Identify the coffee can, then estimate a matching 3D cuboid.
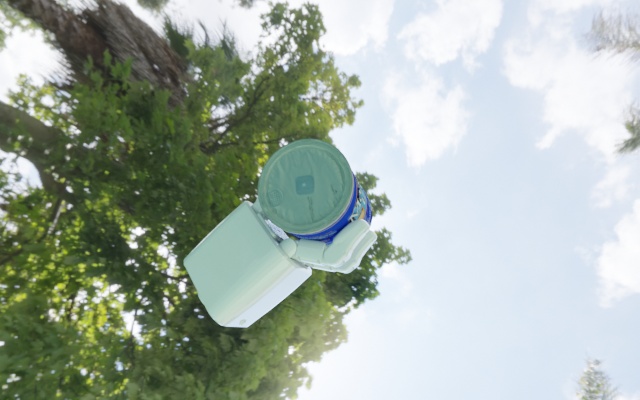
[{"bbox_3d":[0.000,0.002,0.556,0.103,0.102,0.140,0,-15,15],"label":"coffee can"}]
